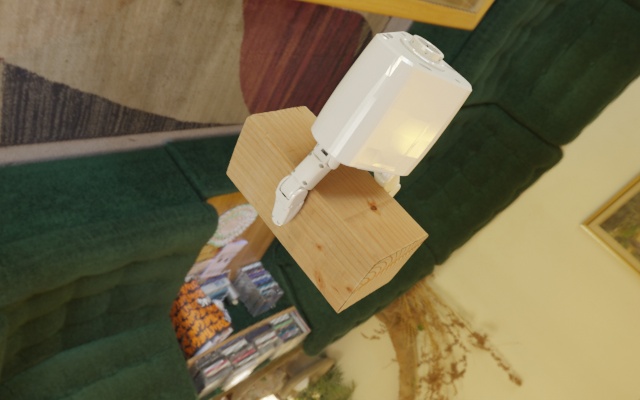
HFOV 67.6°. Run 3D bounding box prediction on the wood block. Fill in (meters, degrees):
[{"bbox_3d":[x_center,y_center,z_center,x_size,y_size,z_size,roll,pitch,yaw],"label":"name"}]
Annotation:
[{"bbox_3d":[0.000,0.002,0.516,0.091,0.206,0.090,-20,-29,-43],"label":"wood block"}]
